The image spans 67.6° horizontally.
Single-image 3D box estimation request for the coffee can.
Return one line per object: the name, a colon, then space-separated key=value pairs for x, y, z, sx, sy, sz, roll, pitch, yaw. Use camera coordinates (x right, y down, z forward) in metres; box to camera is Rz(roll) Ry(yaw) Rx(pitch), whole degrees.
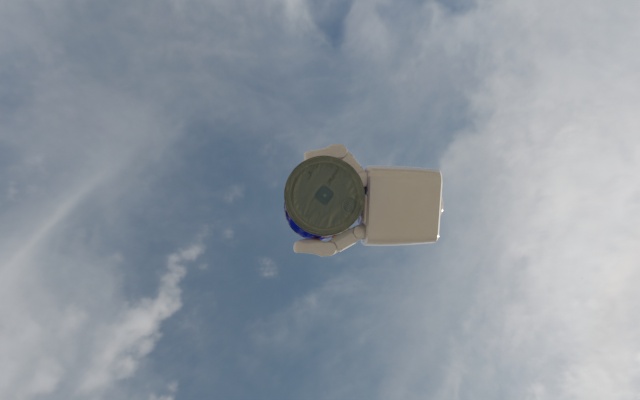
coffee can: x=0.000 y=0.002 z=0.669 sx=0.103 sy=0.103 sz=0.140 roll=0 pitch=-7 yaw=-4
